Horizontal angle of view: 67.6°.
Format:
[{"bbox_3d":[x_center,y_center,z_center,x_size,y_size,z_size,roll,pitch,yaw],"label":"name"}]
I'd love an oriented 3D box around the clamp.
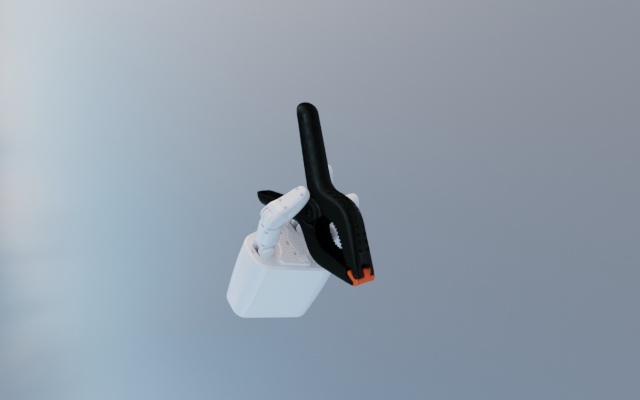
[{"bbox_3d":[0.000,0.002,0.549,0.036,0.165,0.210,-10,48,-37],"label":"clamp"}]
